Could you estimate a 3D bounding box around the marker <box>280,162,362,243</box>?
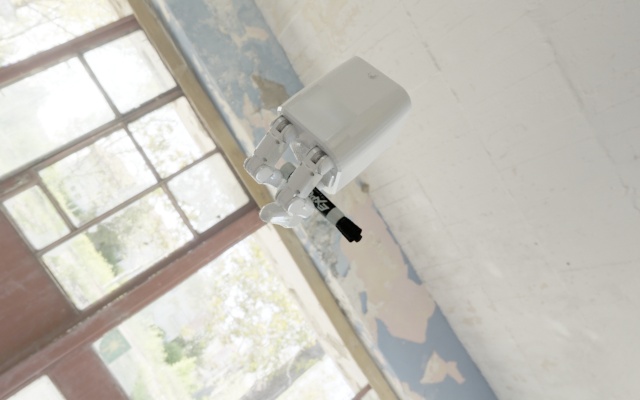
[{"bbox_3d":[0.000,0.002,0.509,0.121,0.020,0.020,44,22,25],"label":"marker"}]
